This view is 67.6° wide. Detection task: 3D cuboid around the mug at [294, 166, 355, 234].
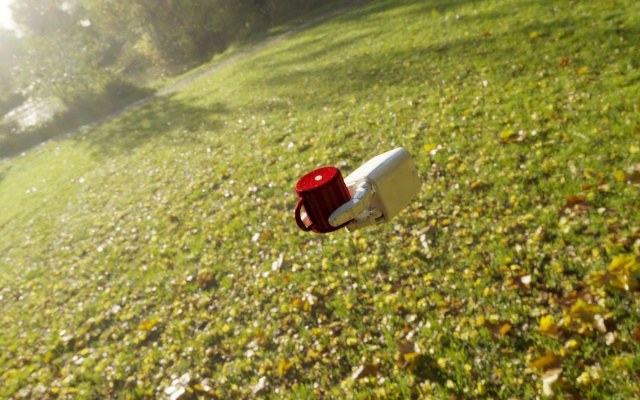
[{"bbox_3d":[-0.001,0.003,0.794,0.117,0.081,0.093,-40,29,-29],"label":"mug"}]
